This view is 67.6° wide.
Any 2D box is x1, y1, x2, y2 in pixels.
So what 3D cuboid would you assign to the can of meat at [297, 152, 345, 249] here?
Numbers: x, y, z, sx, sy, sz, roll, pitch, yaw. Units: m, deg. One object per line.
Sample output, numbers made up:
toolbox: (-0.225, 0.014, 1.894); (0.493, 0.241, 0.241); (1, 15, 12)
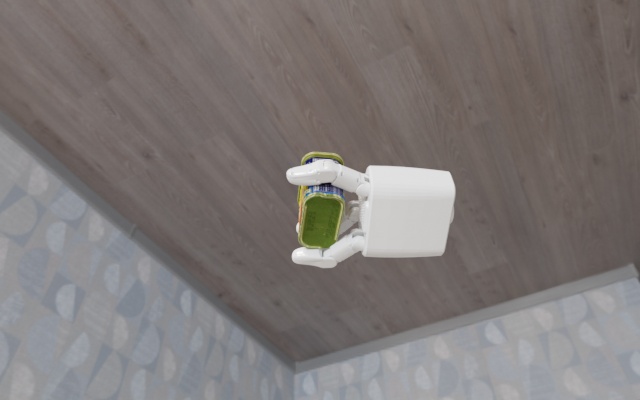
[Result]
can of meat: (0.000, 0.002, 0.630); (0.057, 0.102, 0.083); (4, 42, -6)
